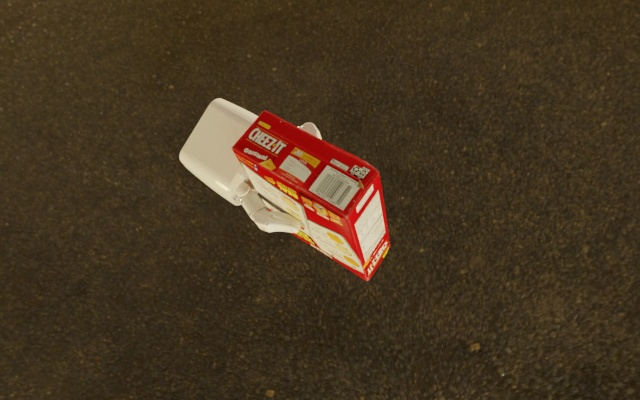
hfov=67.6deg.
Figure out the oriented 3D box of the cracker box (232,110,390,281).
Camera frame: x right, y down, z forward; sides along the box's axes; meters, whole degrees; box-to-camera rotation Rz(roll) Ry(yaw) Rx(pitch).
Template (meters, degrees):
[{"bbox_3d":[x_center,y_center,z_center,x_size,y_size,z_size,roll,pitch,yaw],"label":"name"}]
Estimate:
[{"bbox_3d":[0.000,0.002,0.601,0.164,0.072,0.214,30,-17,24],"label":"cracker box"}]
